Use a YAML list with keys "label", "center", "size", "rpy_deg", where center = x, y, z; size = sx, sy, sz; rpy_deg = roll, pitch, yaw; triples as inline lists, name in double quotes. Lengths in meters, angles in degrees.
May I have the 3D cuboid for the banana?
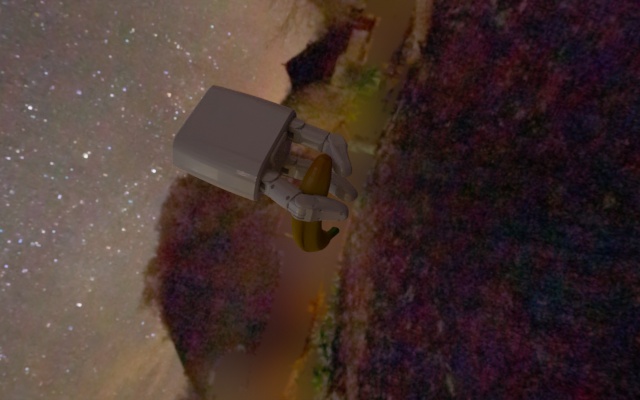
- label: "banana"
  center: [-0.009, 0.018, 0.577]
  size: [0.037, 0.069, 0.198]
  rpy_deg: [25, -23, 15]
